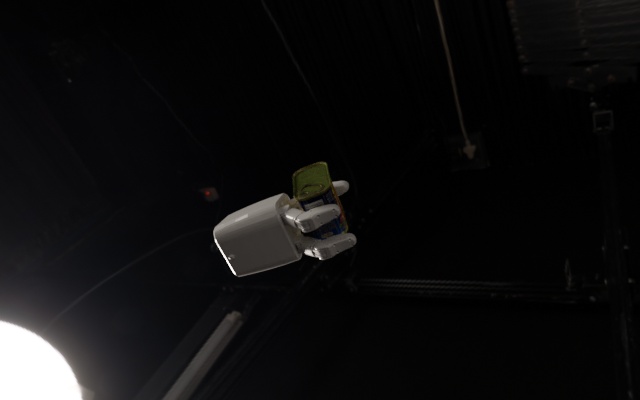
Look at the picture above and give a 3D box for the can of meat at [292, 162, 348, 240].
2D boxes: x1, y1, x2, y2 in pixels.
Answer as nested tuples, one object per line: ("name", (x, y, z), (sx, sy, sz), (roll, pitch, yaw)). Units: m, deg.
("can of meat", (0.000, 0.003, 0.719), (0.057, 0.084, 0.102), (-20, 27, 6))
